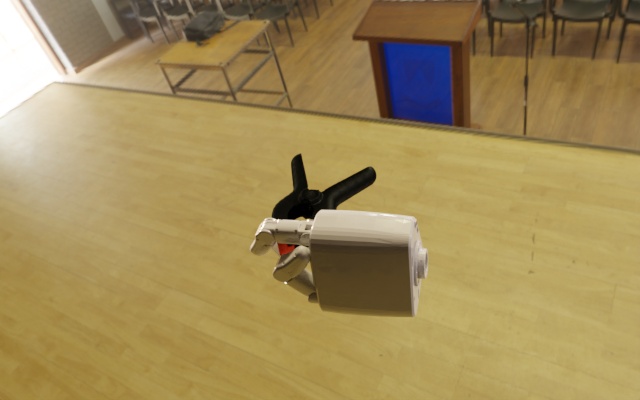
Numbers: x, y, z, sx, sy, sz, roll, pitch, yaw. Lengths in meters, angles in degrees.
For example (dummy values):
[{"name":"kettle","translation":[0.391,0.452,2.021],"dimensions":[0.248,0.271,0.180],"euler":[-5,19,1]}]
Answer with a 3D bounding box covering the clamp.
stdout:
[{"name":"clamp","translation":[0.000,0.002,0.597],"dimensions":[0.120,0.039,0.171],"euler":[2,45,19]}]
